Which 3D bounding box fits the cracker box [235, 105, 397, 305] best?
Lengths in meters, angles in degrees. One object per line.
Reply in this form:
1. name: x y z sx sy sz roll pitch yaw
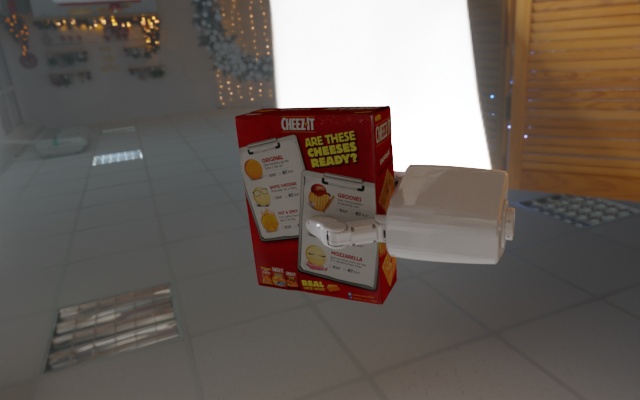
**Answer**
1. cracker box: 0.000 0.002 0.552 0.164 0.214 0.072 4 21 25
